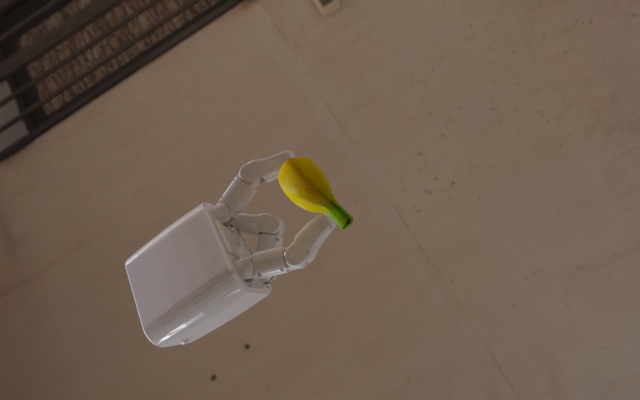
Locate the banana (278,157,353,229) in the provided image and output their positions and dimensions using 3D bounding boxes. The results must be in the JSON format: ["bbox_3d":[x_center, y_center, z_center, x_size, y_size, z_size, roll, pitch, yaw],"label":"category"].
[{"bbox_3d":[-0.011,-0.013,0.464,0.037,0.069,0.197,-37,8,3],"label":"banana"}]
